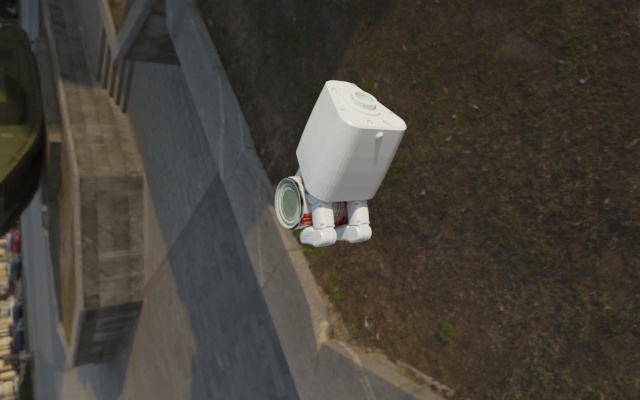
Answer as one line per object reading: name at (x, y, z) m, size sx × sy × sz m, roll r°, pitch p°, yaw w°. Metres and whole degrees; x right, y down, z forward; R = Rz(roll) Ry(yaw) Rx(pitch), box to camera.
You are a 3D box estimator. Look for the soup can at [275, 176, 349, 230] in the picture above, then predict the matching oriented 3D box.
soup can at (0.000, 0.002, 0.626) m, size 0.102 × 0.068 × 0.068 m, roll -3°, pitch 2°, yaw -34°
